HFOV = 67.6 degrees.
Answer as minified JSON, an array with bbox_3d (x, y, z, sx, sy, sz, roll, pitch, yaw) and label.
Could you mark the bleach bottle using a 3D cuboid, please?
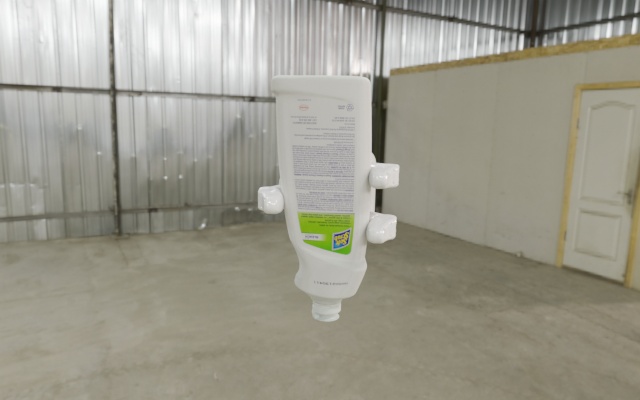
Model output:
[{"bbox_3d":[0.000,0.002,0.496,0.102,0.251,0.068,3,10,9],"label":"bleach bottle"}]
